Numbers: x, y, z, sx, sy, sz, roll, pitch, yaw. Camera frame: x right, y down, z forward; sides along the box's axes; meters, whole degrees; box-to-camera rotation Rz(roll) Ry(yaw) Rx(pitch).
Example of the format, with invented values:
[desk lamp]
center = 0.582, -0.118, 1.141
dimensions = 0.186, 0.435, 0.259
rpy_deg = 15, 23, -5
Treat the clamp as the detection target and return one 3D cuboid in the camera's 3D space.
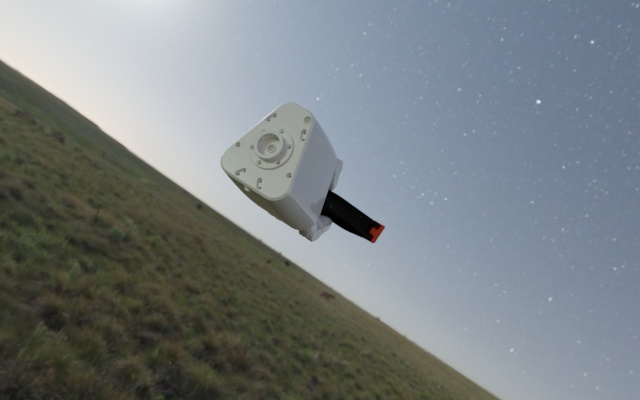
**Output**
[clamp]
center = 0.001, 0.002, 0.691
dimensions = 0.210, 0.036, 0.165
rpy_deg = 31, -9, 21
